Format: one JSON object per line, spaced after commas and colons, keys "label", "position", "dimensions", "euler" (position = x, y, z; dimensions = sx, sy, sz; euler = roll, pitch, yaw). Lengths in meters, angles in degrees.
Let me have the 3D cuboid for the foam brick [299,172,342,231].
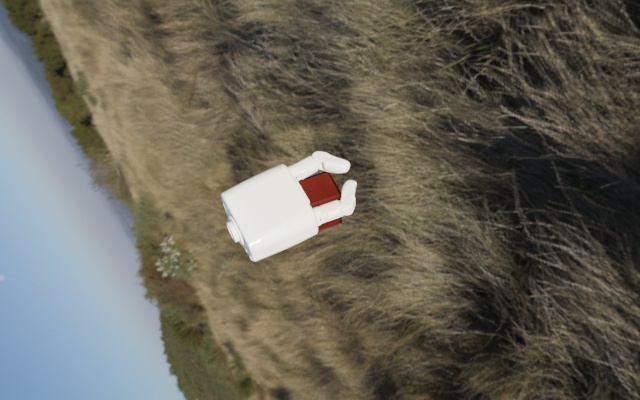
{"label": "foam brick", "position": [0.000, 0.003, 0.749], "dimensions": [0.051, 0.053, 0.078], "euler": [-20, -38, -12]}
